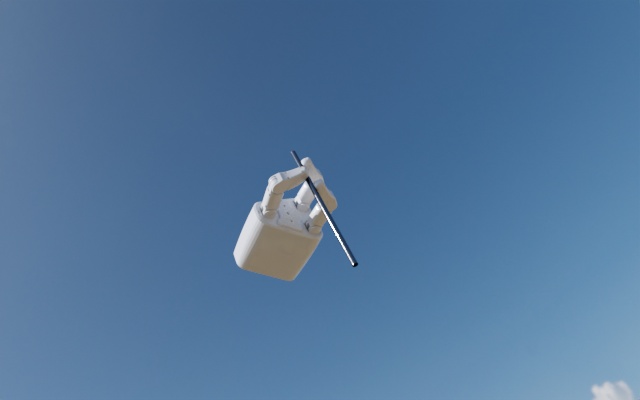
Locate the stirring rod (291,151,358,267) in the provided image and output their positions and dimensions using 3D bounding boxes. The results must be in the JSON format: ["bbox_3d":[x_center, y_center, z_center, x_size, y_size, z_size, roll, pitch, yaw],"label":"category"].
[{"bbox_3d":[0.000,0.002,0.671,0.011,0.011,0.239,0,40,-28],"label":"stirring rod"}]
